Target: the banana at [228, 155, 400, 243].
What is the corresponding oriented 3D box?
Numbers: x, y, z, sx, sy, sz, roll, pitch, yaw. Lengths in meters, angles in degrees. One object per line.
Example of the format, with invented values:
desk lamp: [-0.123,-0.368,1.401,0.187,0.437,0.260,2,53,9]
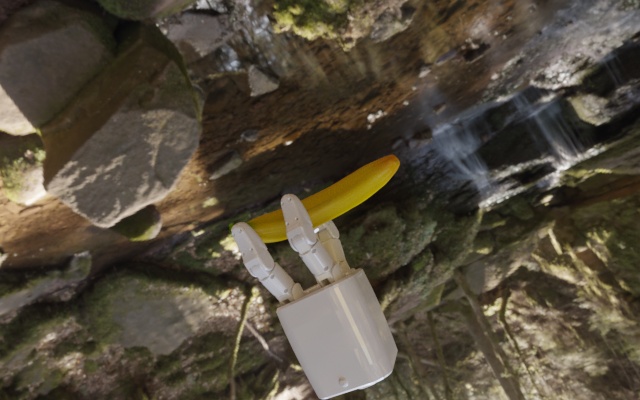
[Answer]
banana: [-0.001,0.006,0.538,0.198,0.037,0.069,-25,-10,2]
